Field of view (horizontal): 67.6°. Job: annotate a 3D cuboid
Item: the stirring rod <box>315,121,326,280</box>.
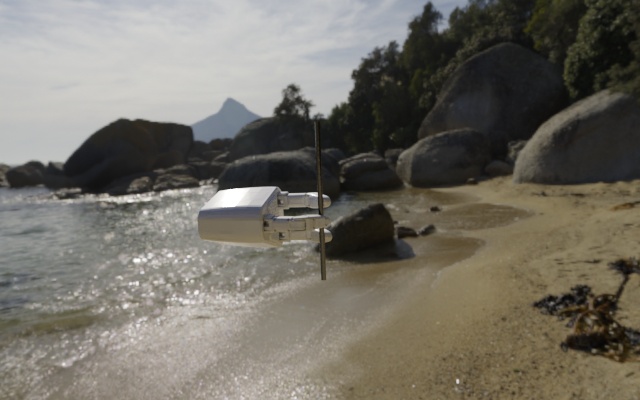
[{"bbox_3d":[0.000,0.002,0.722,0.011,0.239,0.011,-2,6,0],"label":"stirring rod"}]
